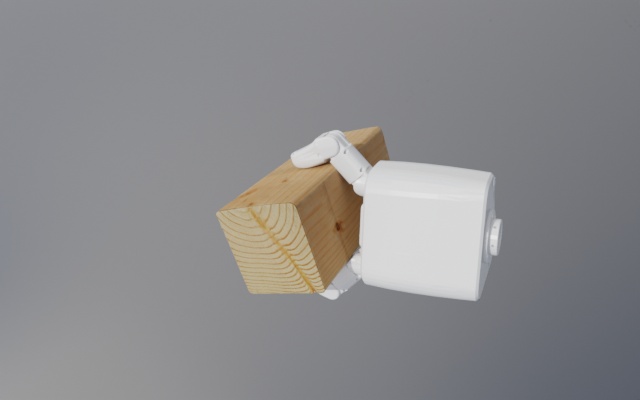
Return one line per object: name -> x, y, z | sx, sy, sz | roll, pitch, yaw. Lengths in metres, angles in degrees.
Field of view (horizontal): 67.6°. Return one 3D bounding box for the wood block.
wood block -> 0.000, 0.001, 0.504 | 0.090, 0.091, 0.206 | -7, 21, 32
